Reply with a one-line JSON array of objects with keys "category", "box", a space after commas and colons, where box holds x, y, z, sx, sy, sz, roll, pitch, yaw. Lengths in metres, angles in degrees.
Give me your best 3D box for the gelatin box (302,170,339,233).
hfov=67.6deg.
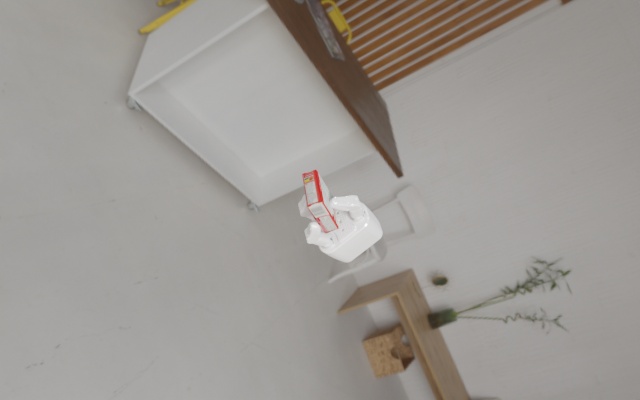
[{"category": "gelatin box", "box": [0.000, 0.002, 0.817, 0.030, 0.073, 0.089, -19, -39, 11]}]
